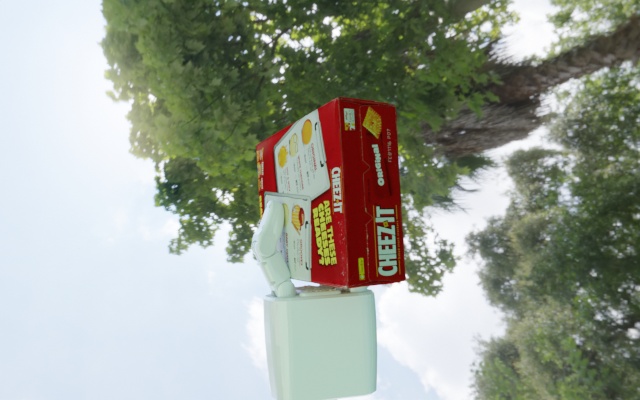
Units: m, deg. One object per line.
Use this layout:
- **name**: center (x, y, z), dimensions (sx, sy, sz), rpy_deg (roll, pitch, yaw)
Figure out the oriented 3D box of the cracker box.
- **cracker box**: center (0.000, 0.002, 0.506), dimensions (0.072, 0.164, 0.214), rpy_deg (-1, -4, -27)
